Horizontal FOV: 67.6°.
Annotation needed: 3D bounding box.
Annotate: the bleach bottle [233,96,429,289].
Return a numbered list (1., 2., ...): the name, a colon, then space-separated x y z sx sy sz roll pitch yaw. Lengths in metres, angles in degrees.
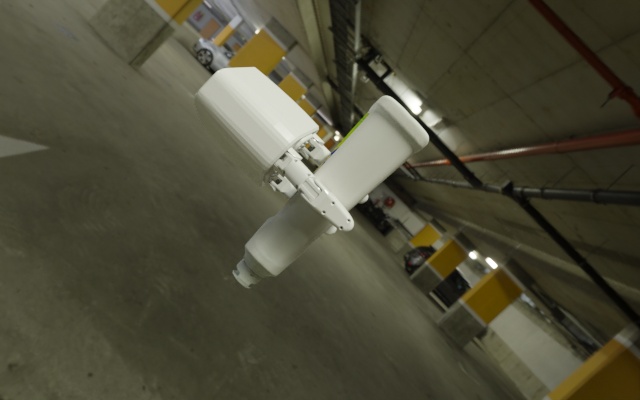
1. bleach bottle: 0.000 0.002 0.517 0.251 0.068 0.102 -45 1 5
